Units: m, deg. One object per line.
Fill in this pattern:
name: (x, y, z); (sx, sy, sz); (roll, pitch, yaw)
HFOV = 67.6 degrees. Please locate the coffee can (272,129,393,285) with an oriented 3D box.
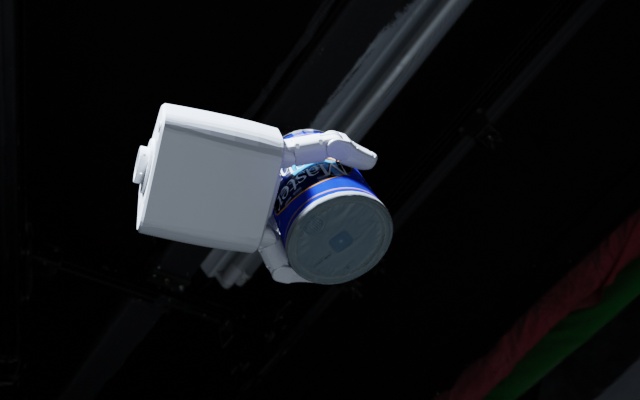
coffee can: (0.000, 0.002, 0.492); (0.103, 0.103, 0.140); (0, 32, -19)
